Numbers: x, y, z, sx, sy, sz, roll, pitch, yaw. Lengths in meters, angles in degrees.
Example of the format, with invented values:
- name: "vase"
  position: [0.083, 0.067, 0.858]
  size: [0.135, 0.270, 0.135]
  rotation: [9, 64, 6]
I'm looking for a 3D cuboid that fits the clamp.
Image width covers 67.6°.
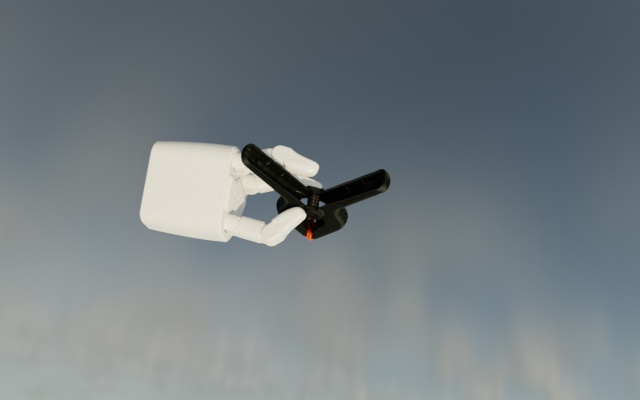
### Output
- name: "clamp"
  position: [0.000, 0.003, 0.595]
  size: [0.164, 0.036, 0.210]
  rotation: [9, -25, 9]
